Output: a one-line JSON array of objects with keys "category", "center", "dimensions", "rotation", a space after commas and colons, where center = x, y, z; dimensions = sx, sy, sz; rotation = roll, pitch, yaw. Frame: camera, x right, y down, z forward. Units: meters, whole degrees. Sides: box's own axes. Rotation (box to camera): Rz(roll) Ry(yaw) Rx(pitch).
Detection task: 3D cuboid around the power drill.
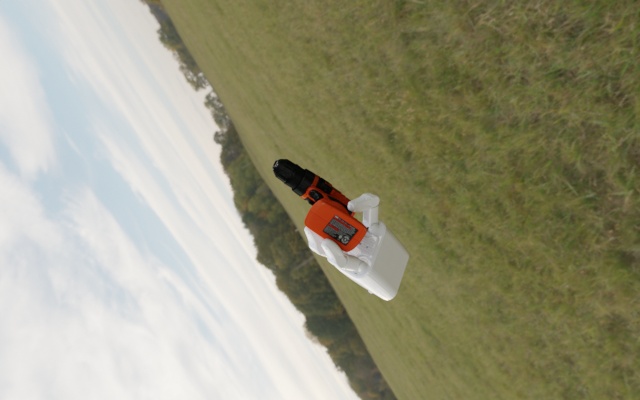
[{"category": "power drill", "center": [0.000, 0.003, 0.838], "dimensions": [0.184, 0.057, 0.187], "rotation": [31, 14, -19]}]
